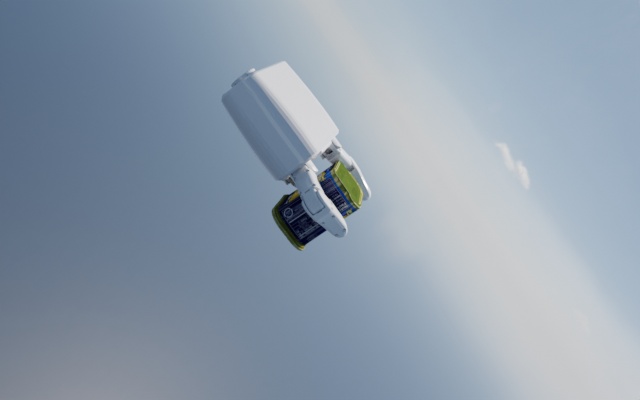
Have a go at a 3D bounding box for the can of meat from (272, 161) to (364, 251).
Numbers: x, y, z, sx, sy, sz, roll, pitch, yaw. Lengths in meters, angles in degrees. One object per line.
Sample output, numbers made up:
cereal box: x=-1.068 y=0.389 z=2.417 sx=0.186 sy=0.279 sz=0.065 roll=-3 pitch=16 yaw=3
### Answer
can of meat: x=0.000 y=0.002 z=0.548 sx=0.084 sy=0.057 sz=0.102 roll=-35 pitch=7 yaw=13
